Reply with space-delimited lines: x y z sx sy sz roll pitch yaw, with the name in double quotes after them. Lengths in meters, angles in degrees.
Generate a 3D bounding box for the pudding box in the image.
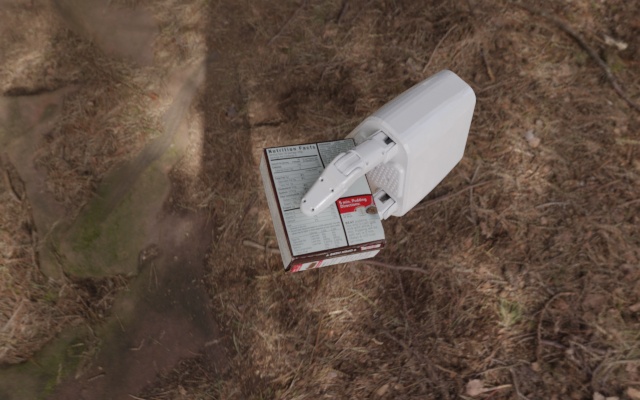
0.000 0.001 0.432 0.090 0.113 0.039 -9 -26 -16 "pudding box"
